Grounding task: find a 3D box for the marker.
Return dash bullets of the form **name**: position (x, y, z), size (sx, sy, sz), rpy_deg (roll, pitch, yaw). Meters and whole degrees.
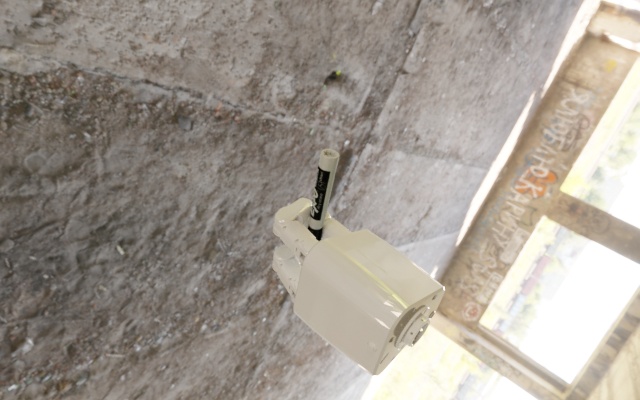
- **marker**: position (0.000, 0.002, 0.507), size (0.020, 0.121, 0.020), rpy_deg (8, 36, -5)
